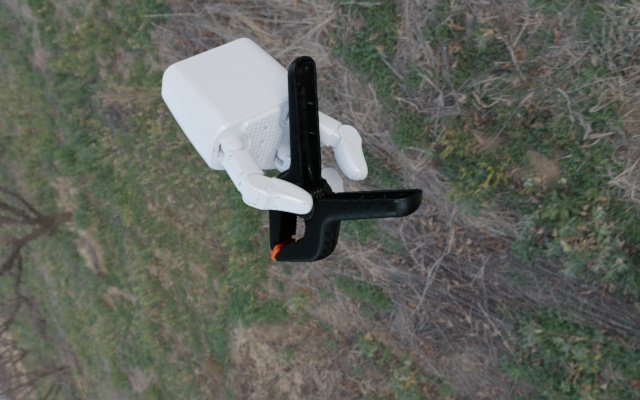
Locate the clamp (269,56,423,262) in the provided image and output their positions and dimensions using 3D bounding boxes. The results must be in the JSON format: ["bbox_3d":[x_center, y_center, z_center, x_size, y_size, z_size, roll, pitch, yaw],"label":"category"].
[{"bbox_3d":[-0.001,0.002,0.437,0.036,0.164,0.210,-19,-33,-36],"label":"clamp"}]
